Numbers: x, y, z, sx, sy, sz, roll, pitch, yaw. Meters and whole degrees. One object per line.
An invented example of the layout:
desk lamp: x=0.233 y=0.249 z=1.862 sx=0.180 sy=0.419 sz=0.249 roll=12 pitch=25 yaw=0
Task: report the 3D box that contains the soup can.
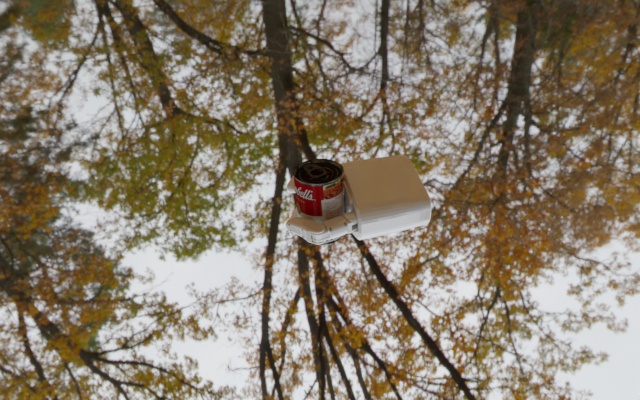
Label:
soup can: x=0.000 y=0.003 z=0.663 sx=0.068 sy=0.102 sz=0.068 roll=-3 pitch=34 yaw=2
